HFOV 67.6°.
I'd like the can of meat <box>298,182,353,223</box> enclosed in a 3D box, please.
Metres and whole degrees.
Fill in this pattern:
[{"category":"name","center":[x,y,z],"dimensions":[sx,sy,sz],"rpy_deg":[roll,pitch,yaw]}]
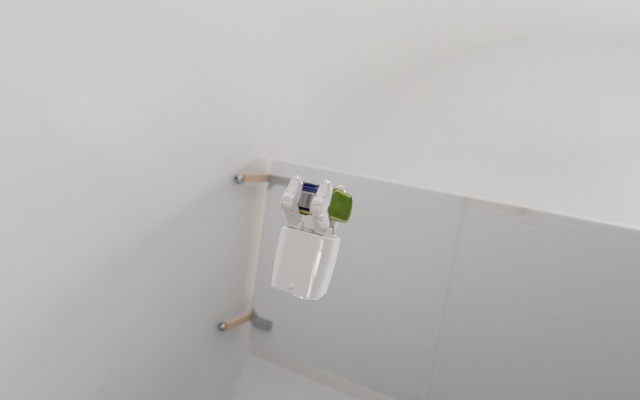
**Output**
[{"category":"can of meat","center":[0.000,0.003,0.837],"dimensions":[0.084,0.057,0.102],"rpy_deg":[12,-4,27]}]
